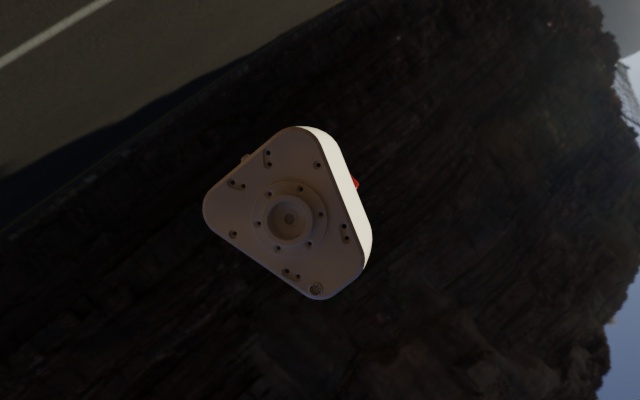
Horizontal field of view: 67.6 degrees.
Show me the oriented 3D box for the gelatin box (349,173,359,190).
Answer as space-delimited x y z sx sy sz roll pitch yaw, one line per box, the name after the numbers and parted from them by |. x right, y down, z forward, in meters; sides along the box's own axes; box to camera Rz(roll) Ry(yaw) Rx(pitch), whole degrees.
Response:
0.000 0.002 0.501 0.073 0.030 0.089 -38 -6 -6 | gelatin box
